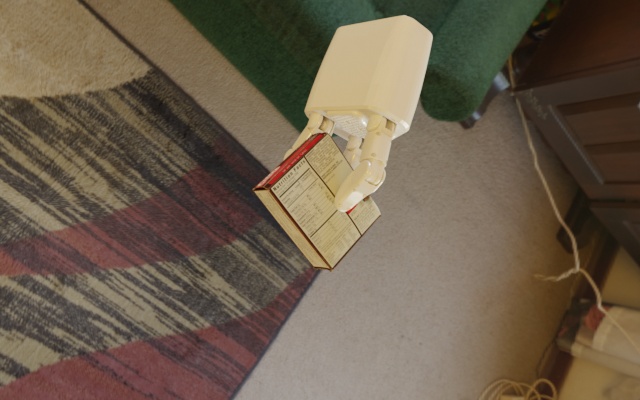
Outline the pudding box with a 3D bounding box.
[{"bbox_3d":[0.000,0.002,0.486,0.090,0.113,0.039,-45,21,-23],"label":"pudding box"}]
